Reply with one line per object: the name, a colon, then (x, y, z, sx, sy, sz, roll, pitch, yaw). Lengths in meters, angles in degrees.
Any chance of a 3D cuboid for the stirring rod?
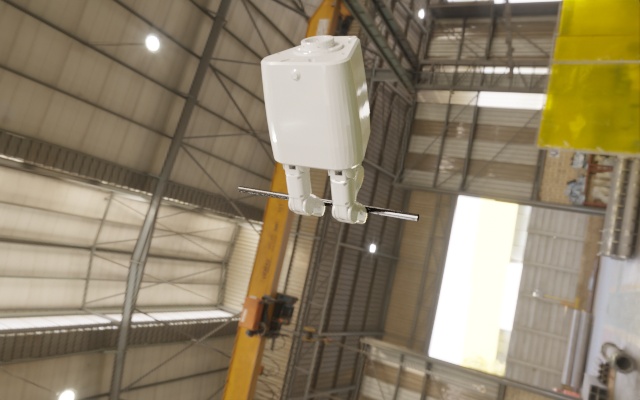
stirring rod: (0.000, 0.002, 0.572, 0.239, 0.011, 0.011, 9, 4, 27)
